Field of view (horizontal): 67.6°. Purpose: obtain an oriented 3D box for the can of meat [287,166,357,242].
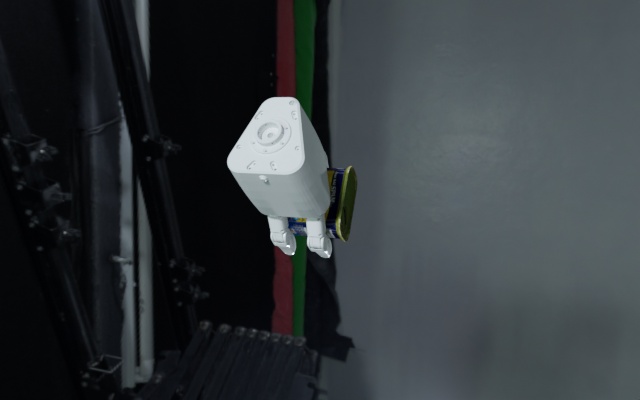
[{"bbox_3d":[0.000,0.002,0.666,0.084,0.102,0.057,4,-22,18],"label":"can of meat"}]
